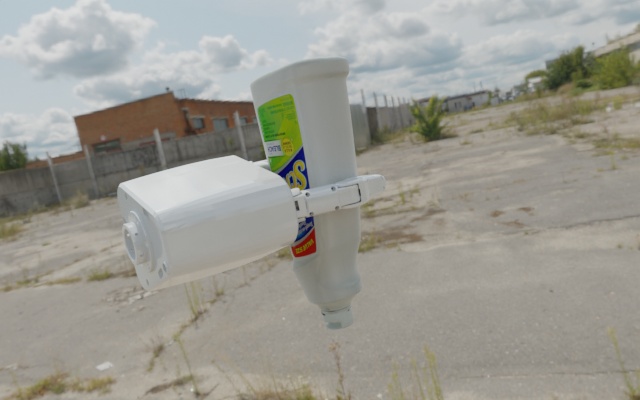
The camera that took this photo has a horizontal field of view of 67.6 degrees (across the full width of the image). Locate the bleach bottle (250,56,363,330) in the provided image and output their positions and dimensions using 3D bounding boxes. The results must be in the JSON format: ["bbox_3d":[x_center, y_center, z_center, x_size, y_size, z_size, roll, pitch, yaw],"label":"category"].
[{"bbox_3d":[0.000,0.001,0.455,0.068,0.251,0.102,-16,9,-35],"label":"bleach bottle"}]
